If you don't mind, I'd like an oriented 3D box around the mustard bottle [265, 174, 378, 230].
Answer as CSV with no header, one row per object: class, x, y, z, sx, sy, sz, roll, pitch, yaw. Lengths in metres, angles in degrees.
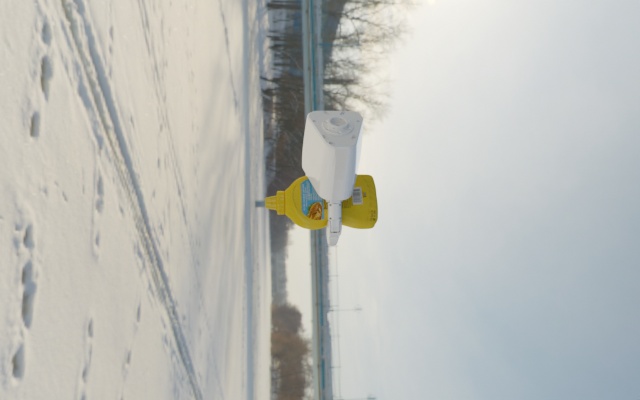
mustard bottle,0.000,0.003,0.832,0.191,0.096,0.058,-1,-23,-6
